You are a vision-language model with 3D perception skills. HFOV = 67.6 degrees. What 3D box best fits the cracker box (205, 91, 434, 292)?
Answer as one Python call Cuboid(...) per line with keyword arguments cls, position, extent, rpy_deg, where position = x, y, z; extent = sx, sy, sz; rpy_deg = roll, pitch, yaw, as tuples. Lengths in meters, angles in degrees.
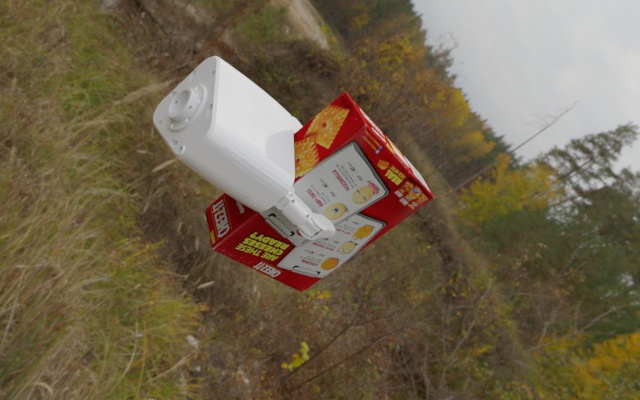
Cuboid(cls="cracker box", position=(0.000, 0.002, 0.560), extent=(0.214, 0.072, 0.164), rpy_deg=(-37, -44, 16))
